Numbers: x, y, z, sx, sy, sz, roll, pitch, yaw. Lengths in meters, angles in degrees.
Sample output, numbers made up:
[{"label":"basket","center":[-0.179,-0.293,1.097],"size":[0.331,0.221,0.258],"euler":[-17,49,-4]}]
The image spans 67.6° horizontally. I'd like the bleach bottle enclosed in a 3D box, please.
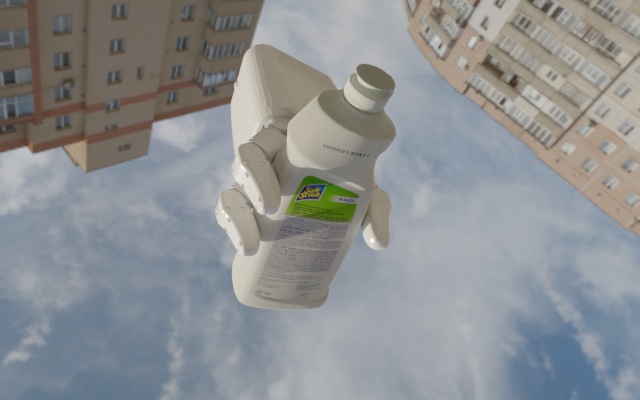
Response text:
[{"label":"bleach bottle","center":[0.000,0.001,0.401],"size":[0.102,0.068,0.251],"euler":[5,-43,-24]}]
